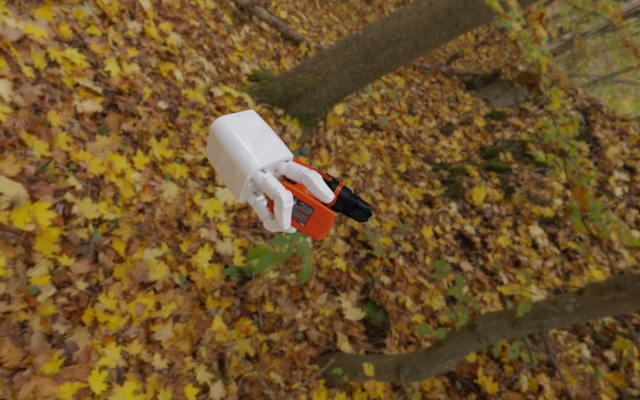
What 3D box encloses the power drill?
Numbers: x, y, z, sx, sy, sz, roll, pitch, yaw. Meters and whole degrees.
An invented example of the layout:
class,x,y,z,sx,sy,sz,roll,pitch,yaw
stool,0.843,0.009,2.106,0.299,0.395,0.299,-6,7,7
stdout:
class,x,y,z,sx,sy,sz,roll,pitch,yaw
power drill,0.000,0.003,0.806,0.184,0.057,0.187,29,18,3
